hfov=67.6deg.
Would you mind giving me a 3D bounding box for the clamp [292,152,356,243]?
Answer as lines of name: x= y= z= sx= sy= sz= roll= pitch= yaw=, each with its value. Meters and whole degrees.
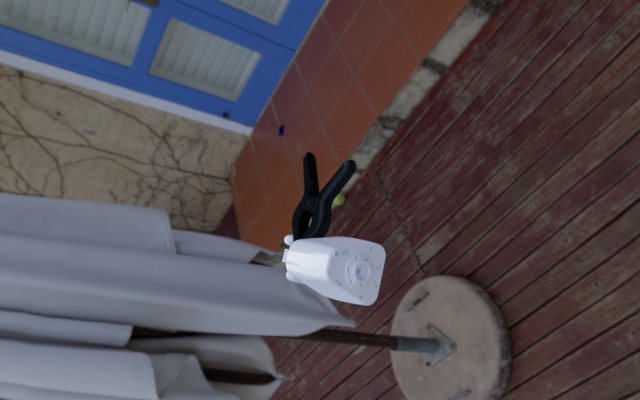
clamp: x=0.000 y=0.003 z=0.776 sx=0.039 sy=0.171 sz=0.120 roll=13 pitch=-6 yaw=-36
